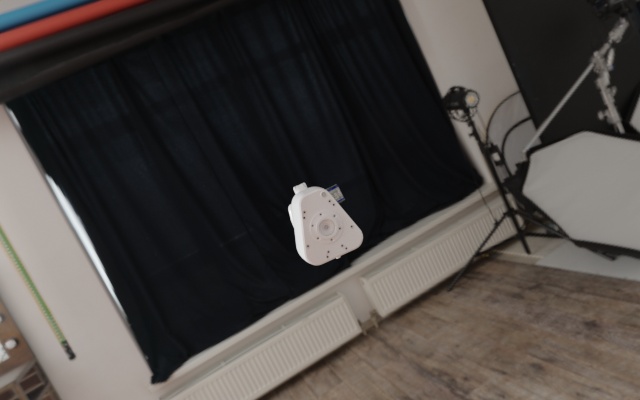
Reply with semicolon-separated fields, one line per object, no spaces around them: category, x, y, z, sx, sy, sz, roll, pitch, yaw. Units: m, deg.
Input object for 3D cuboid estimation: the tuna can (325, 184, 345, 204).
tuna can;0.000;0.002;0.880;0.086;0.034;0.086;-27;1;1
